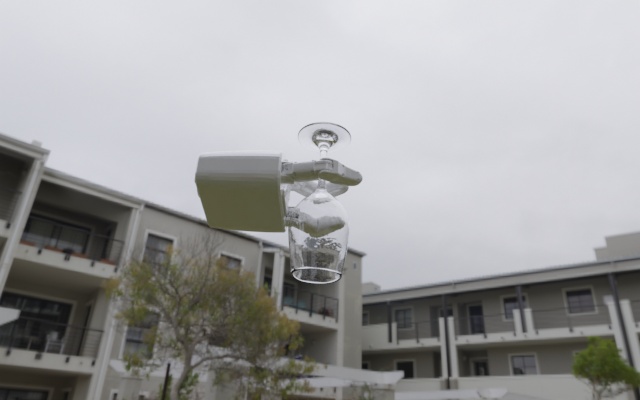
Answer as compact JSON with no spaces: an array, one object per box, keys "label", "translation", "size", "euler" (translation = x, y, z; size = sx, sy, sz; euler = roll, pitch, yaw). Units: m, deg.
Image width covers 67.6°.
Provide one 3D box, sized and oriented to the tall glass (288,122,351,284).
[{"label":"tall glass","translation":[0.000,0.001,0.617],"size":[0.079,0.201,0.079],"euler":[2,-26,1]}]
